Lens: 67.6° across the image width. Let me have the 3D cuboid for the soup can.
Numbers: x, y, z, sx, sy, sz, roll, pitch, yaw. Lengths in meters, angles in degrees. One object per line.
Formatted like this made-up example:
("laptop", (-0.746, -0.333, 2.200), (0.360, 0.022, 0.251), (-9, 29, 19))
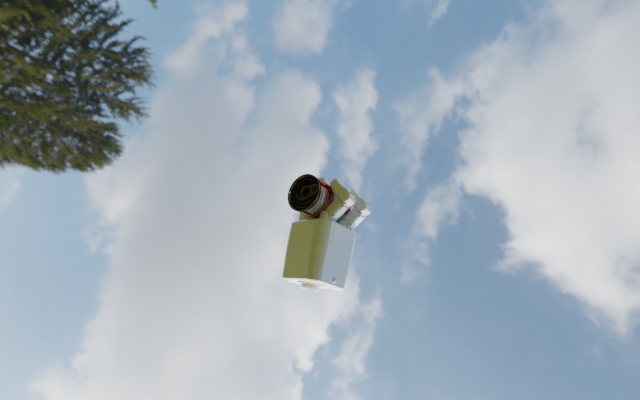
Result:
("soup can", (0.000, 0.002, 0.846), (0.068, 0.068, 0.102), (0, -19, 38))
